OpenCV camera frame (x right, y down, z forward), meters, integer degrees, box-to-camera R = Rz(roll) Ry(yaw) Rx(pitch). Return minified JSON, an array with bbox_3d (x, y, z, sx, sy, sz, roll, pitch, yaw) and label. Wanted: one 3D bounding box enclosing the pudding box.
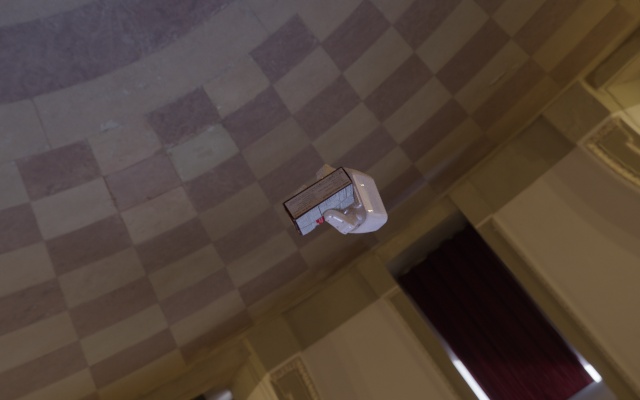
[{"bbox_3d":[0.000,0.003,0.770,0.113,0.039,0.090,-34,-20,-7],"label":"pudding box"}]
